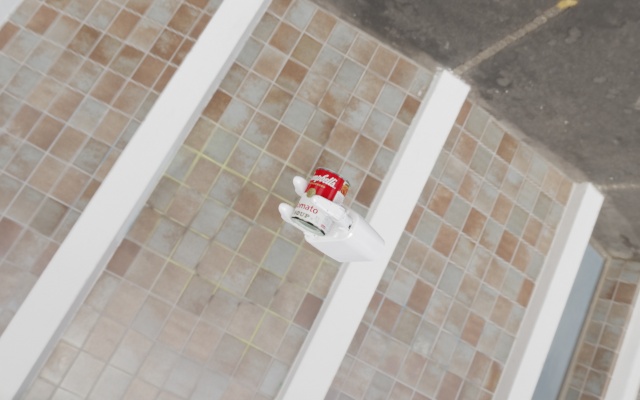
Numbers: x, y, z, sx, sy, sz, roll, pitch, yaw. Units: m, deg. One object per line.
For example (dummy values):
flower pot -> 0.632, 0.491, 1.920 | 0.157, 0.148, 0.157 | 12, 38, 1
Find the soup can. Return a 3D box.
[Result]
soup can -> 0.000, 0.003, 0.830 | 0.068, 0.102, 0.068 | 26, -14, 7
